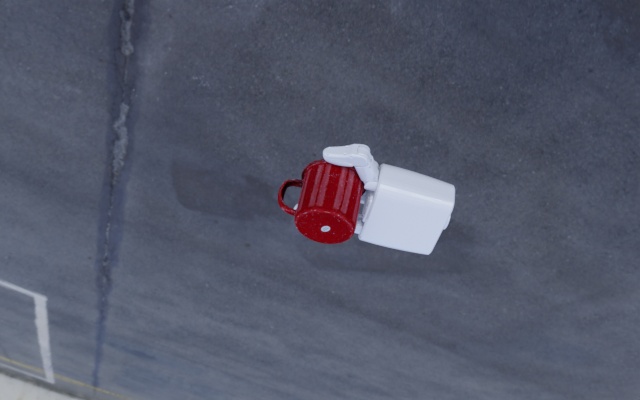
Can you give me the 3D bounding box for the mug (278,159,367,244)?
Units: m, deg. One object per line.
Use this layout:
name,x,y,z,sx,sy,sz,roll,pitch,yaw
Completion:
mug,-0.001,0.002,0.643,0.117,0.081,0.093,13,-36,0
